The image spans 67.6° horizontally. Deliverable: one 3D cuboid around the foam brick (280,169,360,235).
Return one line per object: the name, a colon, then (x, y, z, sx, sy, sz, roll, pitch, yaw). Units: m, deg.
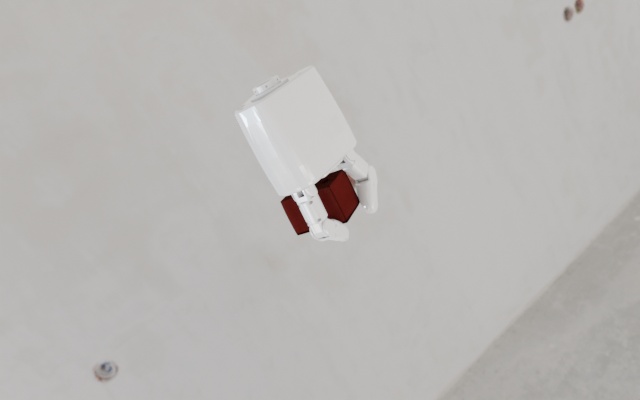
foam brick: (0.000, 0.002, 0.597, 0.078, 0.051, 0.053, -17, 21, 32)
